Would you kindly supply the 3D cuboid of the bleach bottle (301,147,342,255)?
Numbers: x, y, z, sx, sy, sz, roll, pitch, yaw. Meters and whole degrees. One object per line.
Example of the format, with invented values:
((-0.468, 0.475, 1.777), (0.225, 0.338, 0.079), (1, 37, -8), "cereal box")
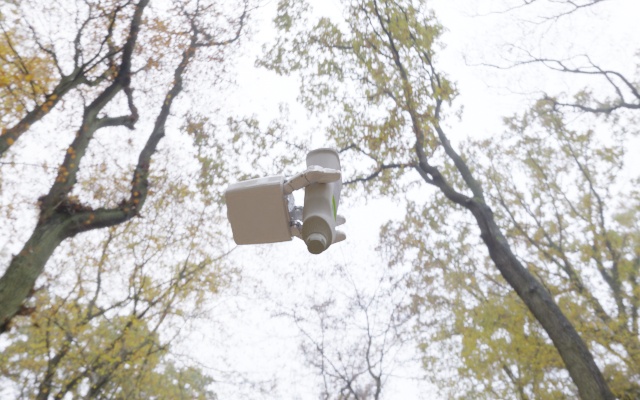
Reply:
((0.000, 0.003, 0.837), (0.068, 0.103, 0.250), (-6, 29, 8), "bleach bottle")
